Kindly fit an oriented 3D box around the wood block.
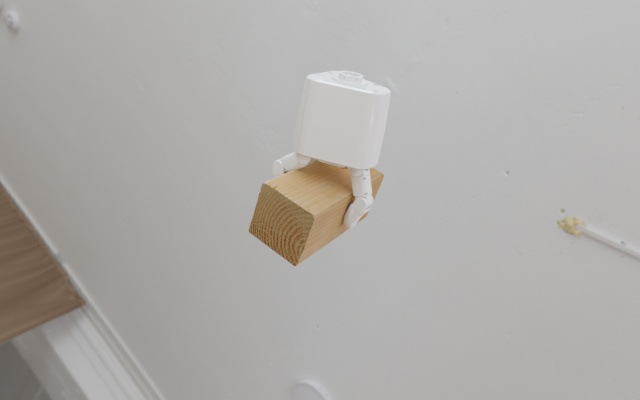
[{"bbox_3d":[0.001,0.002,0.716,0.091,0.090,0.206,33,33,20],"label":"wood block"}]
